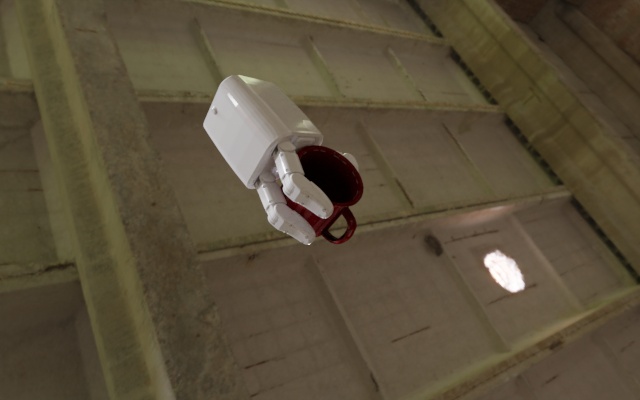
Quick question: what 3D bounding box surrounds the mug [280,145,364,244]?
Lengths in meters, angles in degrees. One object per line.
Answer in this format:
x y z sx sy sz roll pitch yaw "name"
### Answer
0.001 0.003 0.587 0.093 0.117 0.081 -23 -22 -44 "mug"
